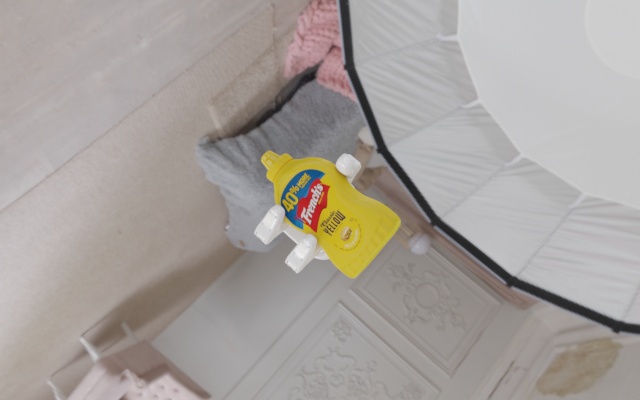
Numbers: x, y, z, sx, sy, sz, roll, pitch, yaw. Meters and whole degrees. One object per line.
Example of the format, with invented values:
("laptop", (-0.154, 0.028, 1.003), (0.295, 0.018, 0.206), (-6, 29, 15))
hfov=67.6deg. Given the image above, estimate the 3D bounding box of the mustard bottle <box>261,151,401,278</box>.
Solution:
("mustard bottle", (0.000, 0.002, 0.604), (0.191, 0.096, 0.058), (40, 22, 11))
